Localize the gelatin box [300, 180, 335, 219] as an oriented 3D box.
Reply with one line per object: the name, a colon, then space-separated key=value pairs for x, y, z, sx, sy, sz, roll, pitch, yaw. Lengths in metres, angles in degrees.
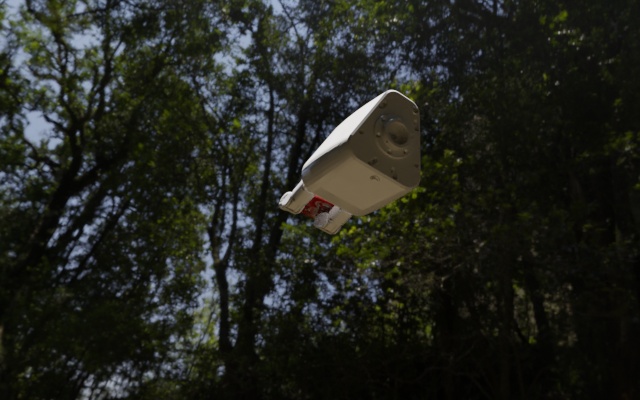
gelatin box: x=0.000 y=0.002 z=0.651 sx=0.073 sy=0.030 sz=0.089 roll=23 pitch=-20 yaw=-5
